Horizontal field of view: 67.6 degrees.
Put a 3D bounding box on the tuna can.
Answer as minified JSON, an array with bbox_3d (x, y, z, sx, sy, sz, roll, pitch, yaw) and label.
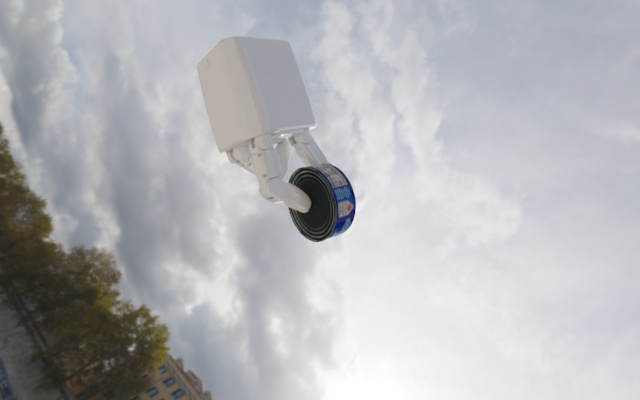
[{"bbox_3d":[0.001,0.002,0.541,0.034,0.086,0.086,-15,9,-38],"label":"tuna can"}]
